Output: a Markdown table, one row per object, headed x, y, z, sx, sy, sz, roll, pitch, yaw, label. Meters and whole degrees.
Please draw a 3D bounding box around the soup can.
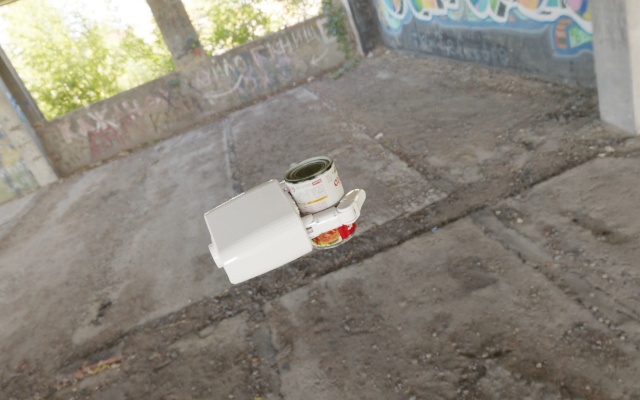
| x | y | z | sx | sy | sz | roll | pitch | yaw | label |
| --- | --- | --- | --- | --- | --- | --- | --- | --- | --- |
| 0.000 | 0.002 | 0.620 | 0.068 | 0.102 | 0.068 | -17 | 25 | 8 | soup can |
